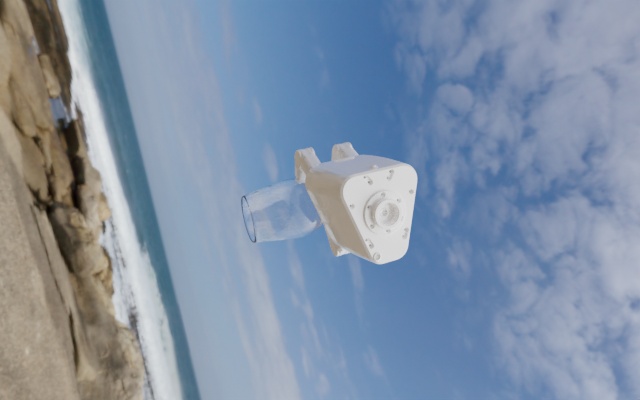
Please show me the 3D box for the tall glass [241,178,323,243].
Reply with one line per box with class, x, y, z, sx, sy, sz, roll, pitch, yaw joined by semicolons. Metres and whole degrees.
tall glass;0.001;0.002;0.635;0.201;0.079;0.079;-13;4;-18
